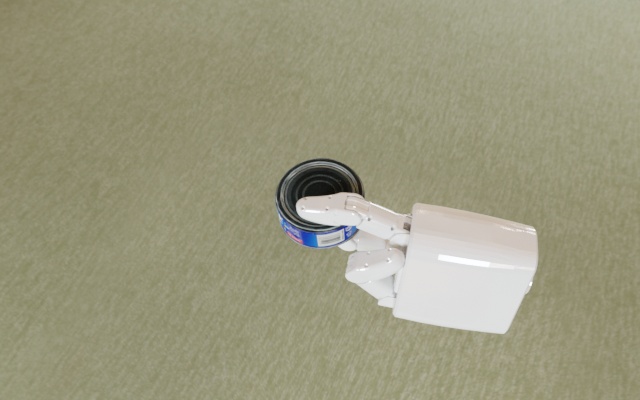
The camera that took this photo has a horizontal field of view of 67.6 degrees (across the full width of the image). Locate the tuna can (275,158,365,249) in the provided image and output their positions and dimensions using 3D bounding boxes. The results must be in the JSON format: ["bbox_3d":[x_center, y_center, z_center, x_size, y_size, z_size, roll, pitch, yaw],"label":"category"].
[{"bbox_3d":[0.000,0.001,0.457,0.086,0.086,0.034,0,-33,5],"label":"tuna can"}]
